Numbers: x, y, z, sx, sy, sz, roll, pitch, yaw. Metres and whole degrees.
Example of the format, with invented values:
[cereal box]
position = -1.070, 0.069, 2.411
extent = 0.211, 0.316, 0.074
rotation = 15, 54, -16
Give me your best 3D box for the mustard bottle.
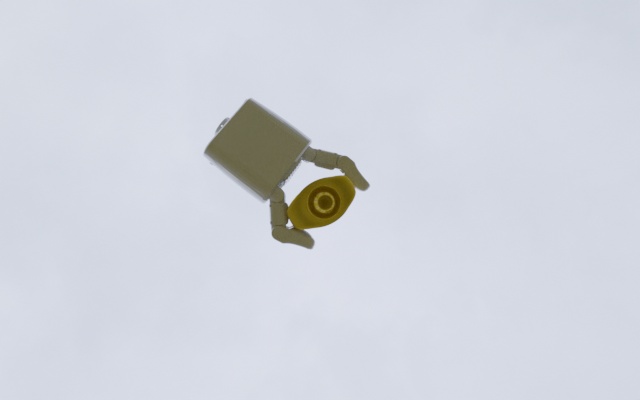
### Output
[mustard bottle]
position = 0.000, 0.002, 0.645
extent = 0.096, 0.058, 0.191
rotation = -29, 1, -3
